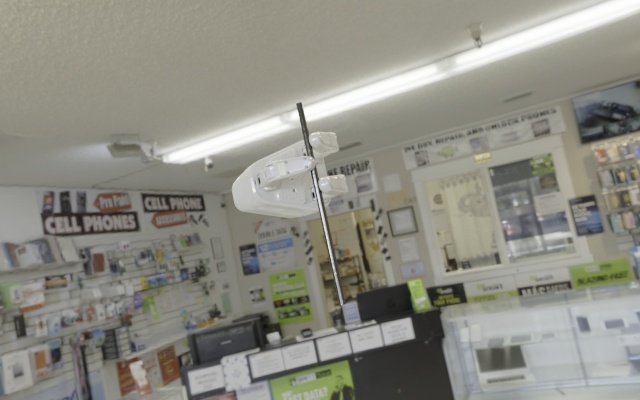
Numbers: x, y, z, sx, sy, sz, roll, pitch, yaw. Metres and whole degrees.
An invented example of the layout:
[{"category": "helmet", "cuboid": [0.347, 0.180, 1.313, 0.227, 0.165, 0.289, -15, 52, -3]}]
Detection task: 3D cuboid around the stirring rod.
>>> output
[{"category": "stirring rod", "cuboid": [0.000, 0.002, 0.556, 0.011, 0.239, 0.011, -12, -5, -1]}]
